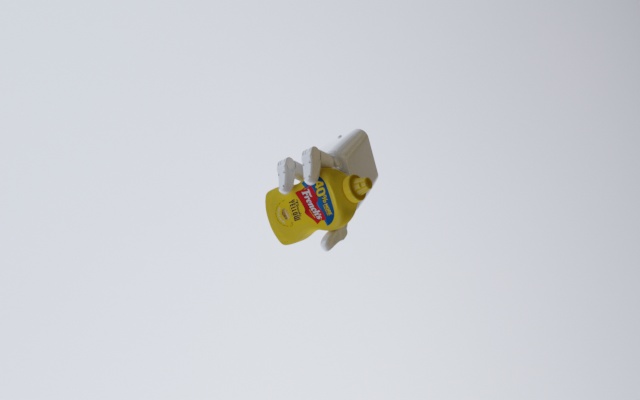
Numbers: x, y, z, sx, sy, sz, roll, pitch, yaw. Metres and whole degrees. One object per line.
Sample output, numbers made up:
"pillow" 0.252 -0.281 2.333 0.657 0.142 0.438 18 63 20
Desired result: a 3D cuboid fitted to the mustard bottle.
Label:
"mustard bottle" 0.000 0.003 0.738 0.192 0.096 0.058 -21 -7 38
